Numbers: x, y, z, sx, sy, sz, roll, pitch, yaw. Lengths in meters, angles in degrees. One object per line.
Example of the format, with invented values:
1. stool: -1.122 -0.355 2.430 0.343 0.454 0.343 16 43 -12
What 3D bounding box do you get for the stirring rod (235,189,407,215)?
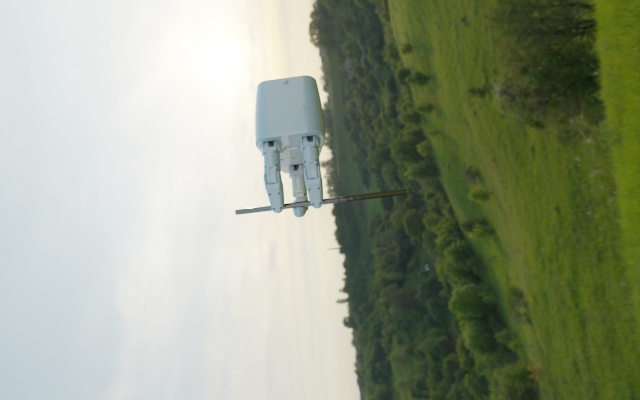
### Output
1. stirring rod: 0.000 0.002 0.666 0.239 0.011 0.011 -7 0 3
